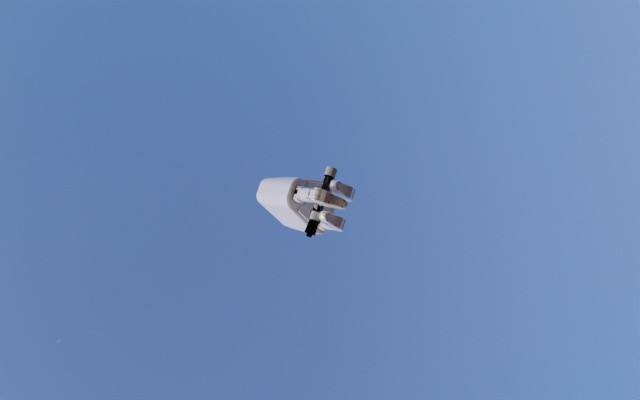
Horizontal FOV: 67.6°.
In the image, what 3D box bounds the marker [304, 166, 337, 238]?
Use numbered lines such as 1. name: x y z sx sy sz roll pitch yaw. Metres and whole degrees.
1. marker: 0.000 0.003 0.782 0.020 0.121 0.020 18 -11 4
